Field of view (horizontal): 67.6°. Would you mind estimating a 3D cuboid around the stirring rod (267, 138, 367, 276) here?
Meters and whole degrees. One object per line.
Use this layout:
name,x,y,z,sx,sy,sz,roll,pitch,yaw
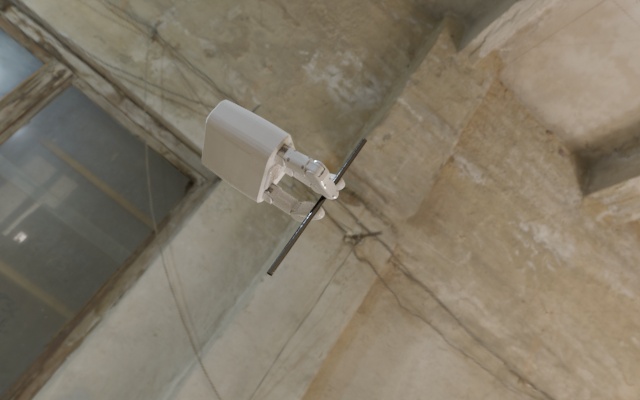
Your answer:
stirring rod,0.000,0.002,0.642,0.011,0.239,0.011,29,-25,15
